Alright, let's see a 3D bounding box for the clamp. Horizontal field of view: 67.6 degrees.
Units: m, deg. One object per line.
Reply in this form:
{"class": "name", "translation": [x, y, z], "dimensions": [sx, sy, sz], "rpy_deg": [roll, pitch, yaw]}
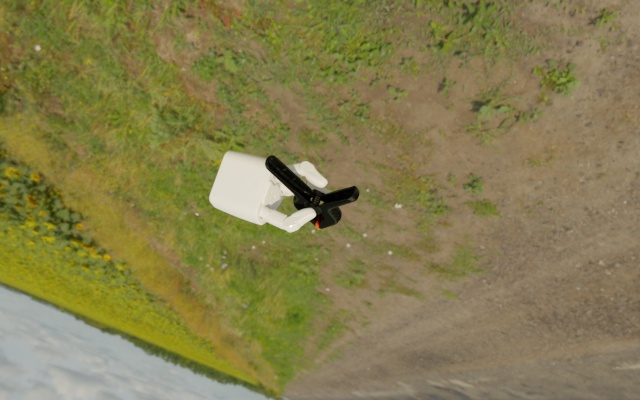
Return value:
{"class": "clamp", "translation": [0.000, 0.004, 0.840], "dimensions": [0.164, 0.036, 0.210], "rpy_deg": [20, -22, 21]}
